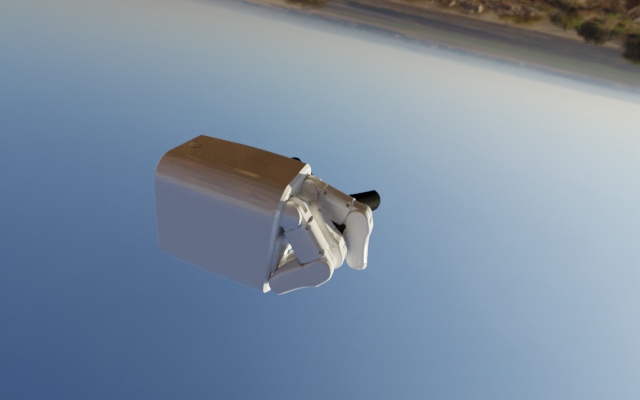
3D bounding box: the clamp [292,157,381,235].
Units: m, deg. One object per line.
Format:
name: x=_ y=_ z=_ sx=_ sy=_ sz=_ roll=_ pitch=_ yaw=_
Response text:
clamp: x=0.000 y=0.002 z=0.499 sx=0.120 sy=0.039 sz=0.171 roll=20 pitch=20 yaw=5
